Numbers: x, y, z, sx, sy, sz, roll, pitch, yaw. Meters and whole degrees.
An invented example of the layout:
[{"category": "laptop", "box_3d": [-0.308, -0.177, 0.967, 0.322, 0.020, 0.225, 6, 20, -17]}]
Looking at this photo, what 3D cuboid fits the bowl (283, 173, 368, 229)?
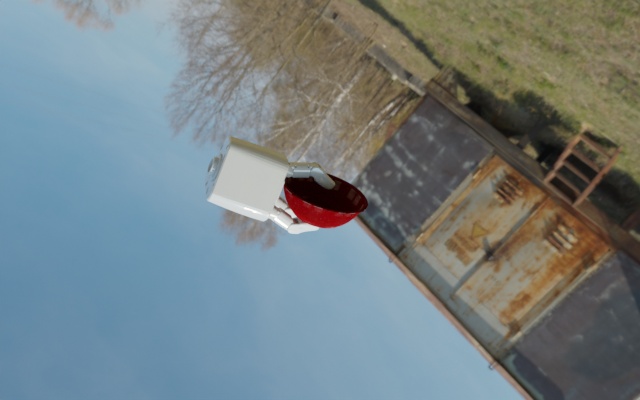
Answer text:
[{"category": "bowl", "box_3d": [0.001, 0.004, 0.850, 0.162, 0.055, 0.162, 16, 24, -7]}]
